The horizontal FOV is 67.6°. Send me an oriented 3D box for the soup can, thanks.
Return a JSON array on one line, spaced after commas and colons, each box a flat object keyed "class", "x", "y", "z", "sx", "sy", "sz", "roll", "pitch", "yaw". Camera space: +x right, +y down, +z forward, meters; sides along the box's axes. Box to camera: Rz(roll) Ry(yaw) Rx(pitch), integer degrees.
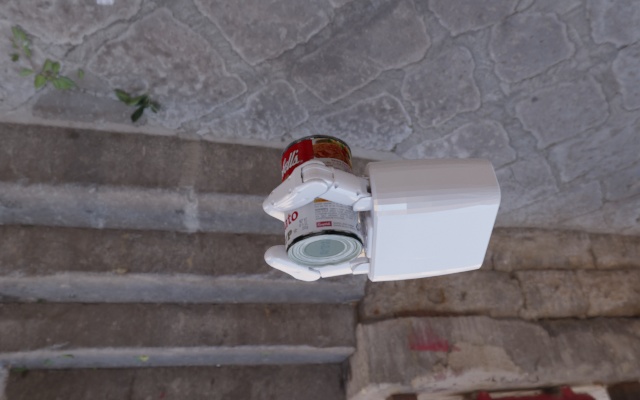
[{"class": "soup can", "x": 0.000, "y": 0.002, "z": 0.431, "sx": 0.068, "sy": 0.102, "sz": 0.068, "roll": -4, "pitch": -32, "yaw": -2}]
